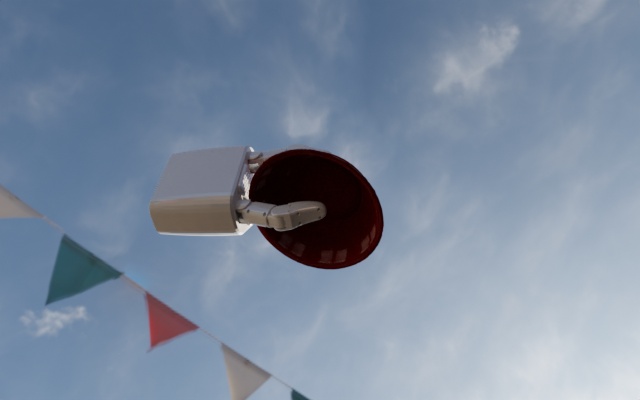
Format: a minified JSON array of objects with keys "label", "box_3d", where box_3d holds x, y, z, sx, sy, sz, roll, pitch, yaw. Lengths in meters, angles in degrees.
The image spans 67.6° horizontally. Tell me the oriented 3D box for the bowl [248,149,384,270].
[{"label":"bowl","box_3d":[0.001,0.002,0.560,0.162,0.162,0.055,0,31,22]}]
